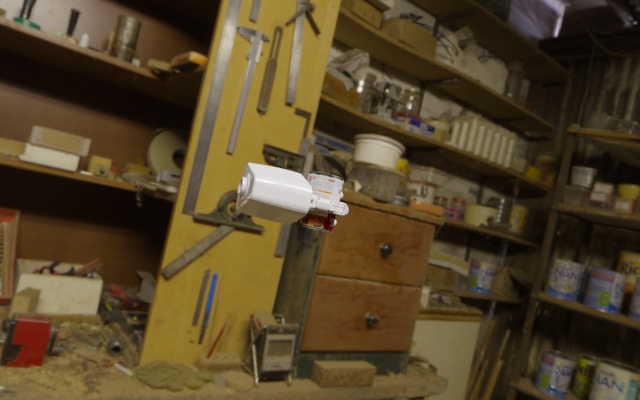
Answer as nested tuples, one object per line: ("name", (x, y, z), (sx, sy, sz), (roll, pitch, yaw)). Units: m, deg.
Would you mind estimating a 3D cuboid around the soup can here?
("soup can", (0.001, 0.003, 0.884), (0.068, 0.102, 0.068), (13, -2, 0))
